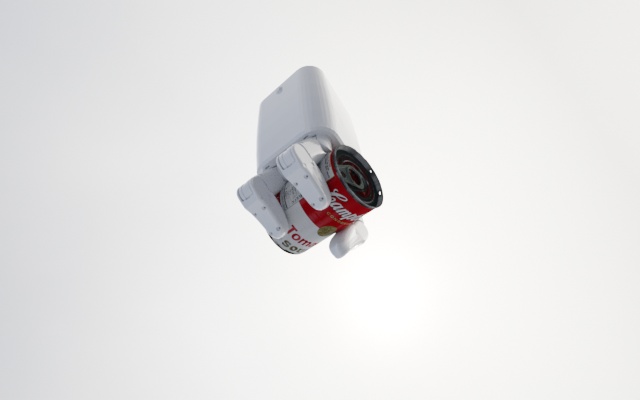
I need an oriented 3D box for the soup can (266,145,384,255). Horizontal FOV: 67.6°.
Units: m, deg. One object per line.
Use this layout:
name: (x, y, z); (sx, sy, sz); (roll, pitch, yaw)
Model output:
soup can: (0.000, 0.002, 0.462); (0.102, 0.068, 0.068); (-34, -18, 30)
